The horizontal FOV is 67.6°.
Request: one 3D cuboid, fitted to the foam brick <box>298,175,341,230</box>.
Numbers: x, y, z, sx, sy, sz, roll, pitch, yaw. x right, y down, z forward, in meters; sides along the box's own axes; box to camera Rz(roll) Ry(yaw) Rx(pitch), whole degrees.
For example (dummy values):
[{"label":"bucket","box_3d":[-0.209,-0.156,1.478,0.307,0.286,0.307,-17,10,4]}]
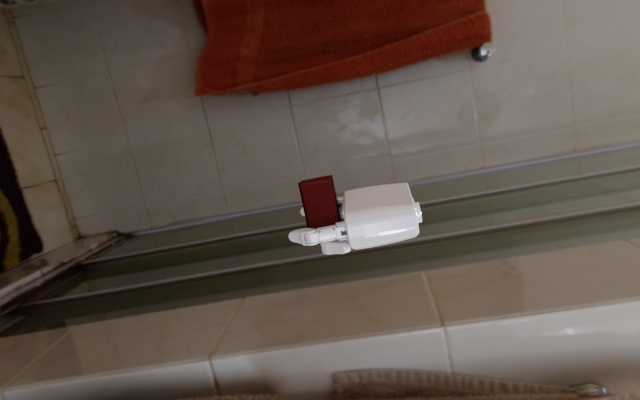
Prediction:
[{"label":"foam brick","box_3d":[0.000,0.002,0.757,0.051,0.078,0.053,-11,8,7]}]
